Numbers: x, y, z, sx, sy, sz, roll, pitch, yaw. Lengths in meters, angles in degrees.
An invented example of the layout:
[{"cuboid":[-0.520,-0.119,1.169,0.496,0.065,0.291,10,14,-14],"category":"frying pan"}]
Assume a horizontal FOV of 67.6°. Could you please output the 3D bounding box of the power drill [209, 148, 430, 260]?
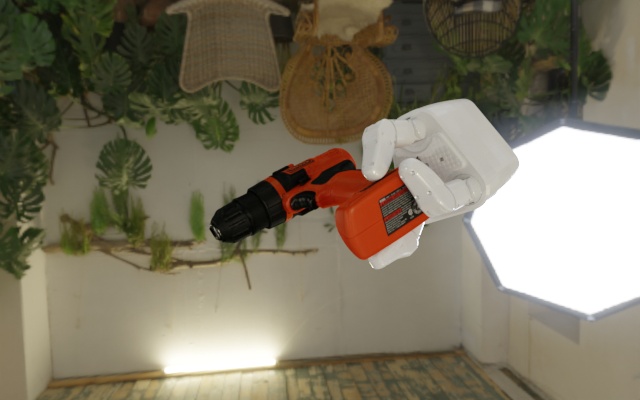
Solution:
[{"cuboid":[0.001,0.002,0.471,0.184,0.057,0.187,-31,25,-27],"category":"power drill"}]
